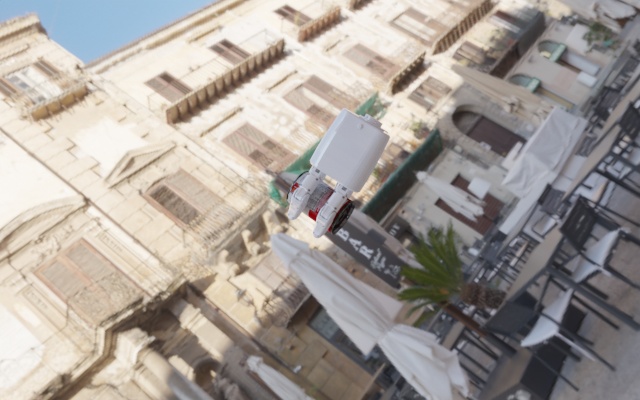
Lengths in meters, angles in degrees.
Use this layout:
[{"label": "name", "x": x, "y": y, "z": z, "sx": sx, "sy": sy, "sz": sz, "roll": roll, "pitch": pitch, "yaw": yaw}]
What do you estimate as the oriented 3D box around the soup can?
[{"label": "soup can", "x": 0.000, "y": 0.003, "z": 0.830, "sx": 0.102, "sy": 0.068, "sz": 0.068, "roll": 35, "pitch": 11, "yaw": 16}]
